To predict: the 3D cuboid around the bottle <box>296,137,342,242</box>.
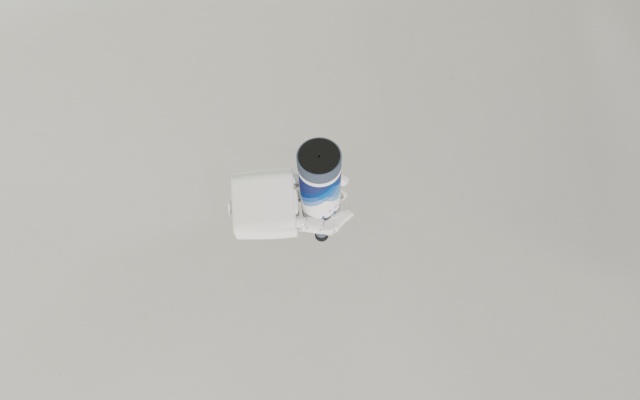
[{"bbox_3d":[0.000,0.003,0.821,0.069,0.069,0.296,0,-27,1],"label":"bottle"}]
